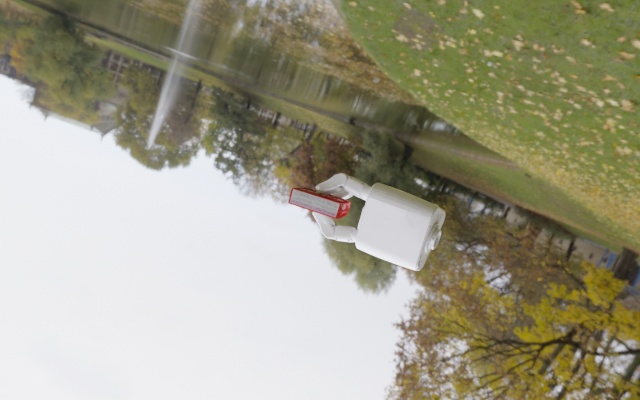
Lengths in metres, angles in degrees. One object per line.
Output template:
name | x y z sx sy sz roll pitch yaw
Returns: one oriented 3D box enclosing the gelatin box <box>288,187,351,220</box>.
gelatin box | 0.000 0.003 0.795 0.089 0.030 0.073 17 6 13
